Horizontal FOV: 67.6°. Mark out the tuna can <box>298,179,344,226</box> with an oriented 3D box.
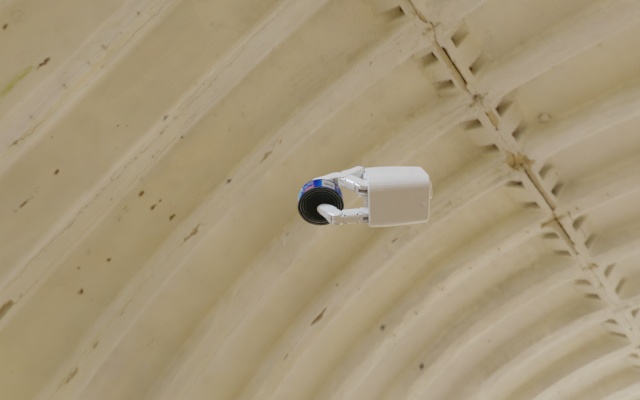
[{"bbox_3d":[0.000,0.003,0.894,0.086,0.086,0.033,0,33,-2],"label":"tuna can"}]
